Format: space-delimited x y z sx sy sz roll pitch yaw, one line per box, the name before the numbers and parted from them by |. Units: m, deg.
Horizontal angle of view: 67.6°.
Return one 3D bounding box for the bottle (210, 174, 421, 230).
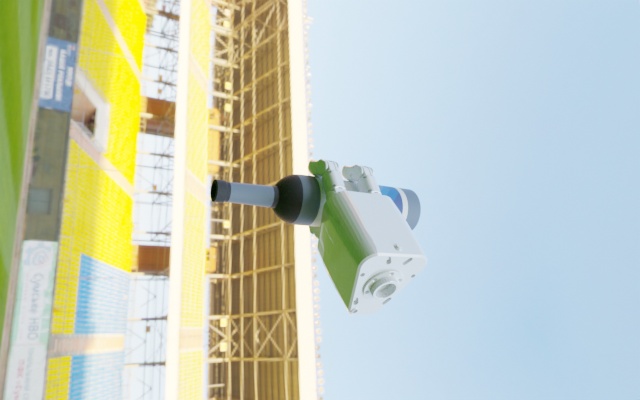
bottle | 0.000 0.002 0.641 0.296 0.069 0.069 6 -3 -29
